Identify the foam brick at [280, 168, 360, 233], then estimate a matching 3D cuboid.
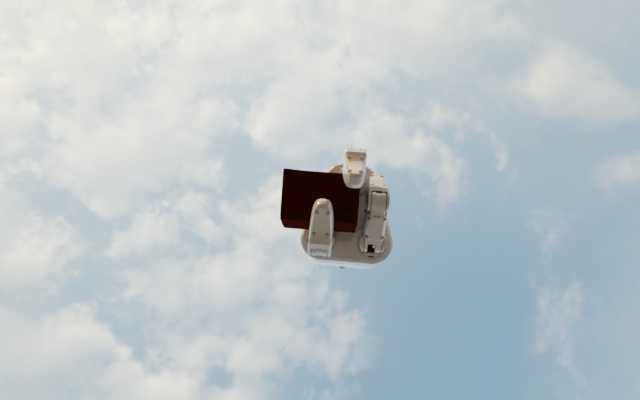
[{"bbox_3d":[0.000,0.001,0.486,0.078,0.053,0.051,5,-13,1],"label":"foam brick"}]
